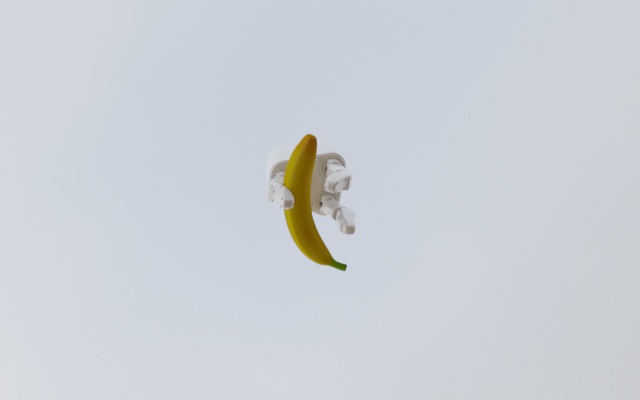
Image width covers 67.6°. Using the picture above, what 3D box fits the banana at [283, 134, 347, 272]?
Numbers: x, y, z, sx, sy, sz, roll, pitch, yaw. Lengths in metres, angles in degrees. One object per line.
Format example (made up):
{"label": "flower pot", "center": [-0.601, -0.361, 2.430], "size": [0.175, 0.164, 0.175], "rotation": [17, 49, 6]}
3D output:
{"label": "banana", "center": [-0.017, 0.009, 0.649], "size": [0.069, 0.198, 0.037], "rotation": [-12, 19, 7]}
